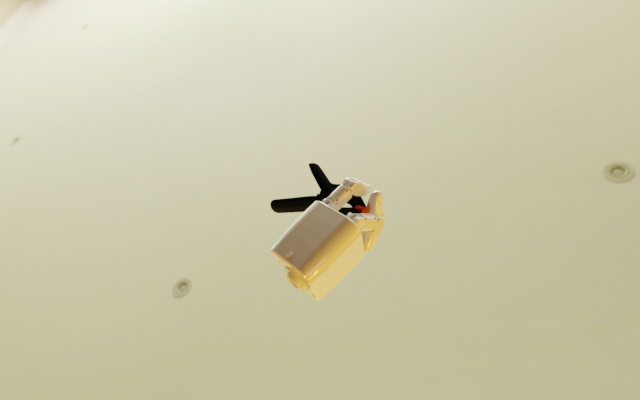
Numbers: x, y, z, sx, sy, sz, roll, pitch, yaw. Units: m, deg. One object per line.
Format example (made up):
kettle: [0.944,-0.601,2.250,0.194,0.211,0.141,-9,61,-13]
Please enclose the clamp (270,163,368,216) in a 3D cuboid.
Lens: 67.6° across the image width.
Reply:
clamp: [0.000,0.003,0.794,0.171,0.120,0.039,30,-23,42]
